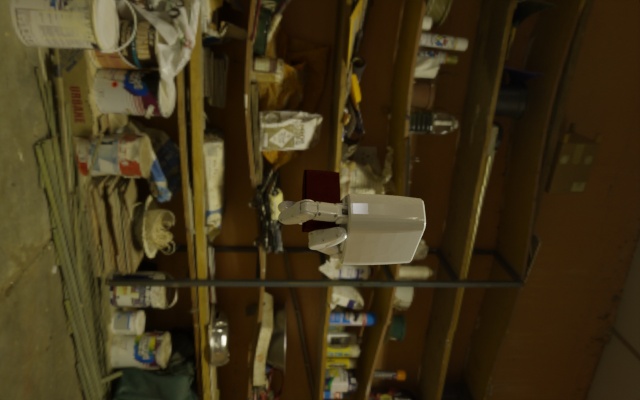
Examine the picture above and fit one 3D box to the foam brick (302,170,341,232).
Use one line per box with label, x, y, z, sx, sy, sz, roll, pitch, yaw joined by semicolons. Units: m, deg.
foam brick;0.000;0.002;0.686;0.051;0.078;0.053;1;-24;-5
